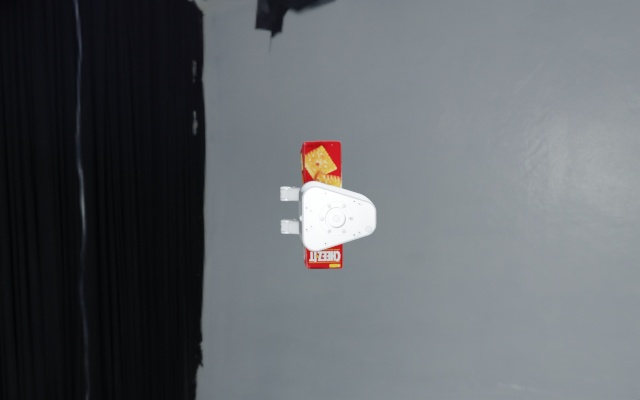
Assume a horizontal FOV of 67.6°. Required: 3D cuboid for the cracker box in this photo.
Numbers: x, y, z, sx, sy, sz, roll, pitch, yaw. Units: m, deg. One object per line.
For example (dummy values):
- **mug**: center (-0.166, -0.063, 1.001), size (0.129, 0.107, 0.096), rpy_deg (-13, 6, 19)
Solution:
- **cracker box**: center (0.000, 0.003, 0.867), size (0.072, 0.214, 0.164), rpy_deg (0, 4, -2)
